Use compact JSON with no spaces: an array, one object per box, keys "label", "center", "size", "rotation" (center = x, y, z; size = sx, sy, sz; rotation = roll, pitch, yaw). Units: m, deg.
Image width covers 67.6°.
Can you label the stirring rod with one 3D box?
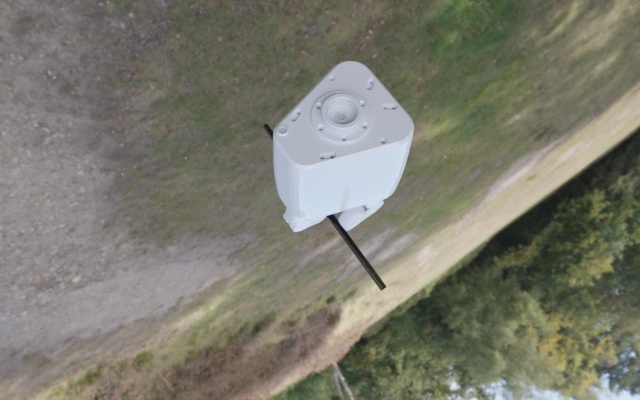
[{"label":"stirring rod","center":[0.000,0.002,0.546],"size":[0.011,0.239,0.011],"rotation":[-32,-18,-12]}]
